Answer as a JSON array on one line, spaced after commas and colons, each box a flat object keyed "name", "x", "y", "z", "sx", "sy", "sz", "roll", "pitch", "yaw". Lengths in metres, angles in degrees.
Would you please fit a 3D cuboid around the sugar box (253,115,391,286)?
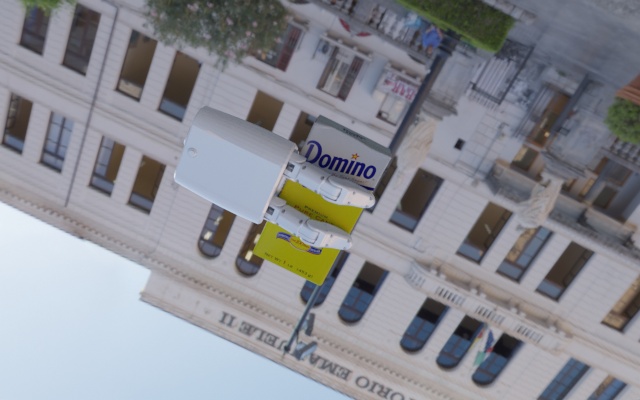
[{"name": "sugar box", "x": 0.000, "y": 0.002, "z": 0.548, "sx": 0.093, "sy": 0.176, "sz": 0.048, "roll": 25, "pitch": 21, "yaw": -3}]
